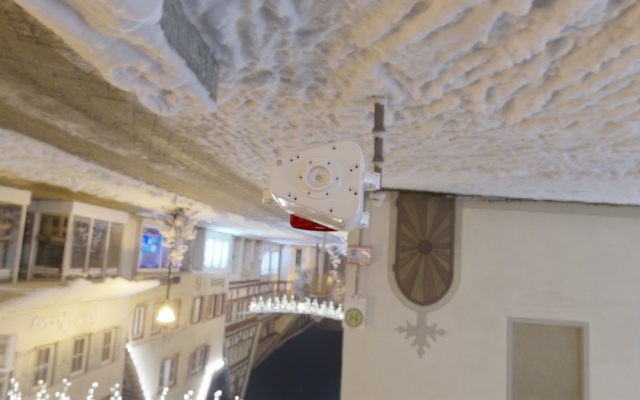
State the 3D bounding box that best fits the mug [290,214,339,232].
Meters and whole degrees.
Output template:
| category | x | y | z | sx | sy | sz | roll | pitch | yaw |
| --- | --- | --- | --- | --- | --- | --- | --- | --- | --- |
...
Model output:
| category | x | y | z | sx | sy | sz | roll | pitch | yaw |
| --- | --- | --- | --- | --- | --- | --- | --- | --- | --- |
| mug | 0.000 | 0.003 | 0.691 | 0.093 | 0.081 | 0.117 | 2 | -9 | 5 |
